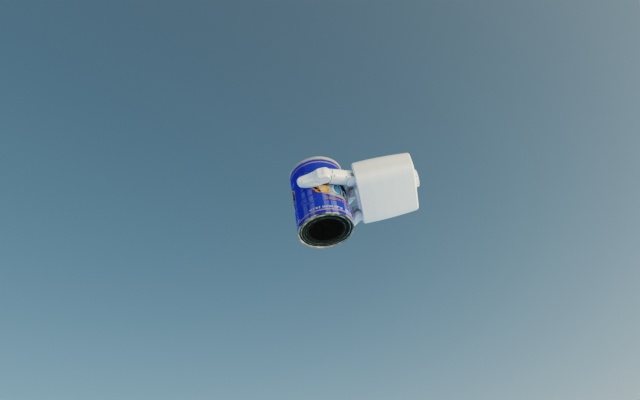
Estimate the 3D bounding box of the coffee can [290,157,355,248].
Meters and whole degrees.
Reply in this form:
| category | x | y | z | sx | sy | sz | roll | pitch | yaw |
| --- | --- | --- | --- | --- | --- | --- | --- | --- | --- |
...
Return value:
| category | x | y | z | sx | sy | sz | roll | pitch | yaw |
| --- | --- | --- | --- | --- | --- | --- | --- | --- | --- |
| coffee can | 0.000 | 0.003 | 0.889 | 0.103 | 0.140 | 0.103 | -6 | -40 | -5 |
